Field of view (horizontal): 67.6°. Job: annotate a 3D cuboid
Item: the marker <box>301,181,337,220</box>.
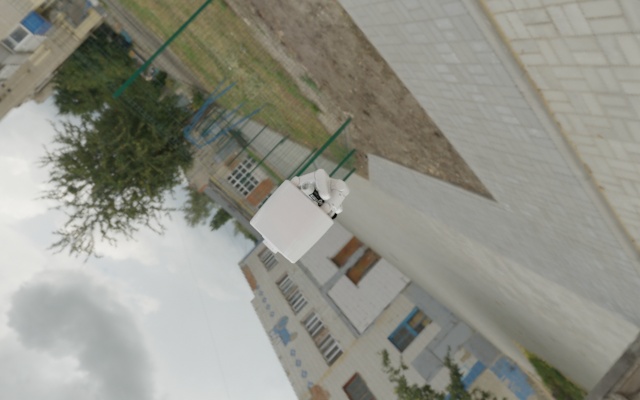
[{"bbox_3d":[0.000,0.003,0.863,0.020,0.020,0.121,0,-27,28],"label":"marker"}]
